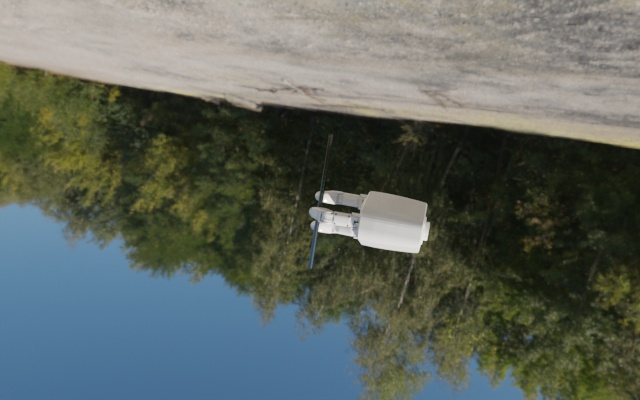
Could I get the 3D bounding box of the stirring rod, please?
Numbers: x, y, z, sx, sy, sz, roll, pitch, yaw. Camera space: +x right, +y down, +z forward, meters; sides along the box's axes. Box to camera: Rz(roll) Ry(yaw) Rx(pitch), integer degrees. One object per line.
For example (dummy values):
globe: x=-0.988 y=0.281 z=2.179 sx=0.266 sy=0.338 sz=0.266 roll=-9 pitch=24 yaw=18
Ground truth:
stirring rod: x=0.000 y=0.003 z=0.843 sx=0.011 sy=0.239 sz=0.011 roll=9 pitch=7 yaw=-1
